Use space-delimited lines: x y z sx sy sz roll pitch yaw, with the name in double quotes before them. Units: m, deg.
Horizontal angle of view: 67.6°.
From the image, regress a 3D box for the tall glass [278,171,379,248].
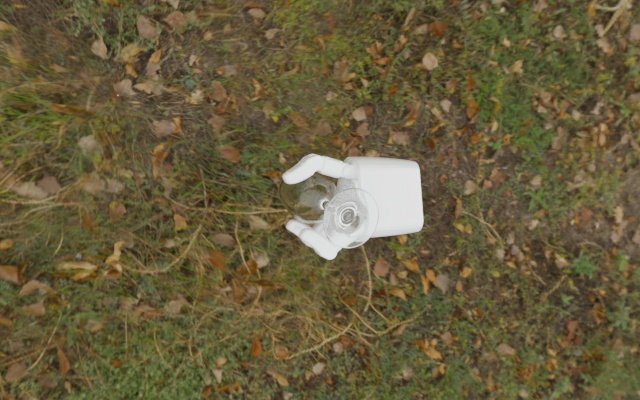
"tall glass" 0.000 0.002 0.661 0.079 0.079 0.201 0 11 -23
